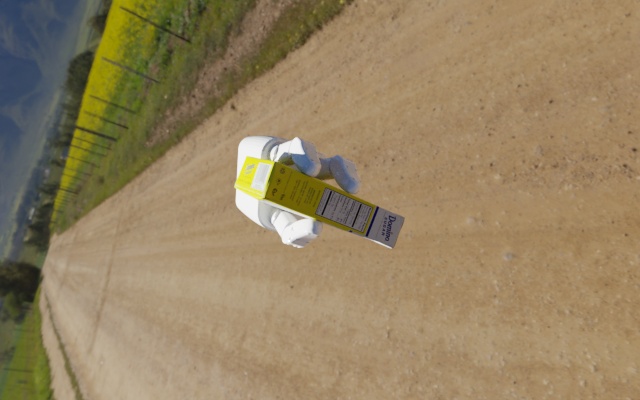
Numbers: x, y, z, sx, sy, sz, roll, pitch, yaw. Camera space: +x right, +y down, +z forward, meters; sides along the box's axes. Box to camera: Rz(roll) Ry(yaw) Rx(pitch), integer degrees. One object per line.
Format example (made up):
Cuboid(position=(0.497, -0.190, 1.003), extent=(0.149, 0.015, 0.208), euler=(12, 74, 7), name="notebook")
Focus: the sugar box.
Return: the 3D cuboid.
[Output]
Cuboid(position=(0.000, 0.001, 0.546), extent=(0.176, 0.048, 0.093), euler=(19, 0, -29), name="sugar box")
